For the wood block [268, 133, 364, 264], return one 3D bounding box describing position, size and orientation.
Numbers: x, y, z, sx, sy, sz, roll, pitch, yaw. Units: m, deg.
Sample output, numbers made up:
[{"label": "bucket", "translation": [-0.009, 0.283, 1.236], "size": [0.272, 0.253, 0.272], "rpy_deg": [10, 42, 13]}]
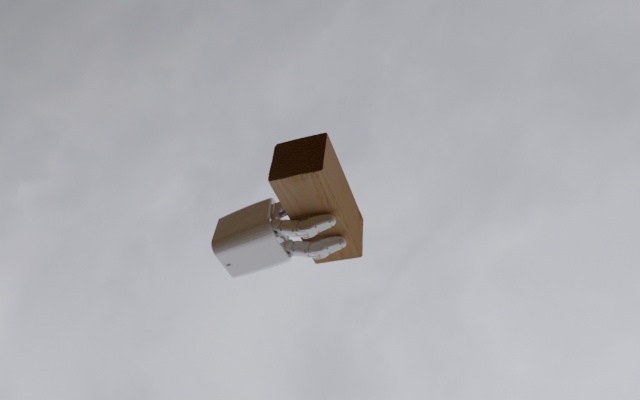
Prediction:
[{"label": "wood block", "translation": [0.000, 0.003, 0.785], "size": [0.090, 0.090, 0.206], "rpy_deg": [-11, -46, 16]}]
